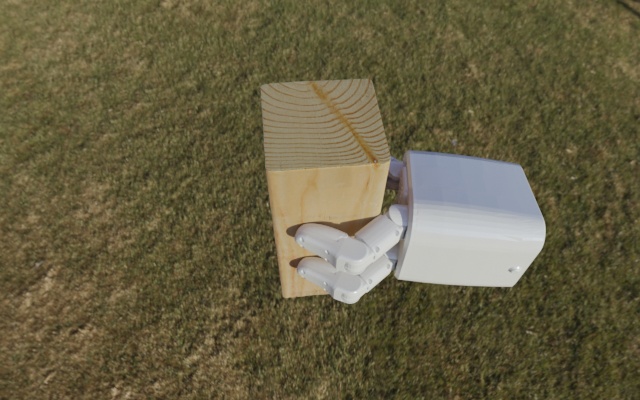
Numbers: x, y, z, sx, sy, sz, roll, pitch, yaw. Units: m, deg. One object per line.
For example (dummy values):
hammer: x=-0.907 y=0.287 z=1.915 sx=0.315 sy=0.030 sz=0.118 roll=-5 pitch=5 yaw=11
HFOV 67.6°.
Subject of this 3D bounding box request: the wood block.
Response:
wood block: x=0.000 y=0.001 z=0.433 sx=0.090 sy=0.090 sz=0.206 roll=-4 pitch=-36 yaw=-4
